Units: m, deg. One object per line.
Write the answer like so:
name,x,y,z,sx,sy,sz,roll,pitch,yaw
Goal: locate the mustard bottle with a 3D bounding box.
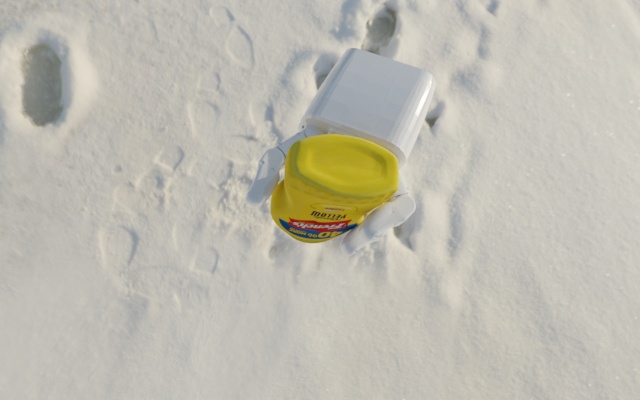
mustard bottle,0.000,0.002,0.477,0.096,0.058,0.192,5,-21,-13
